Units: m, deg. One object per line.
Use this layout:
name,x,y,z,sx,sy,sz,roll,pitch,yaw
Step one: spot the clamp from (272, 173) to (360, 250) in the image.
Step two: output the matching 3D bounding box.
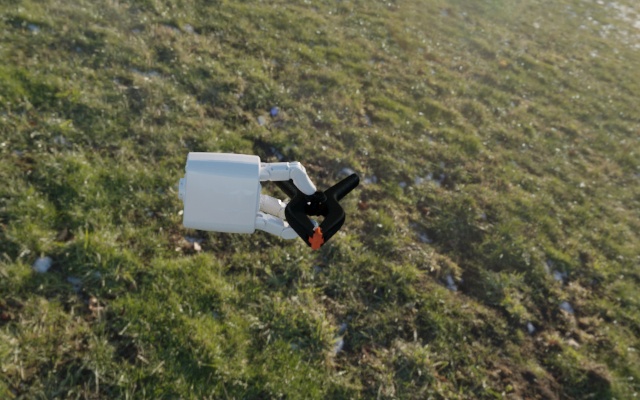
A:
clamp,0.000,0.002,0.768,0.164,0.036,0.209,1,33,-12
